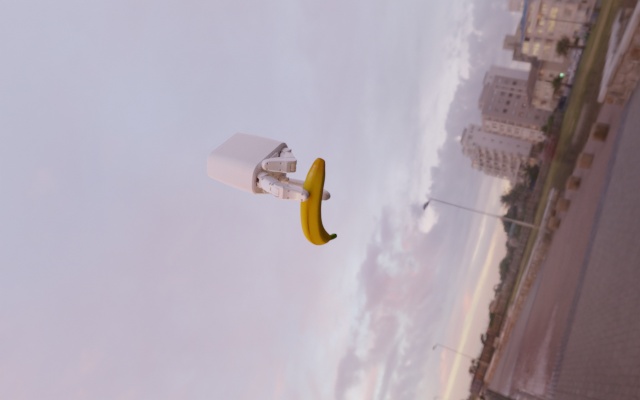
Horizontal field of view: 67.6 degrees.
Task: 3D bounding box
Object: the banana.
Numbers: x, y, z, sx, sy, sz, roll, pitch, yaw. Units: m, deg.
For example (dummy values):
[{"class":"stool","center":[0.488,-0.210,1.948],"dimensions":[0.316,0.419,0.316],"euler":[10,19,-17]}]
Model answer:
[{"class":"banana","center":[-0.008,0.017,0.824],"dimensions":[0.037,0.198,0.069],"euler":[18,50,24]}]
